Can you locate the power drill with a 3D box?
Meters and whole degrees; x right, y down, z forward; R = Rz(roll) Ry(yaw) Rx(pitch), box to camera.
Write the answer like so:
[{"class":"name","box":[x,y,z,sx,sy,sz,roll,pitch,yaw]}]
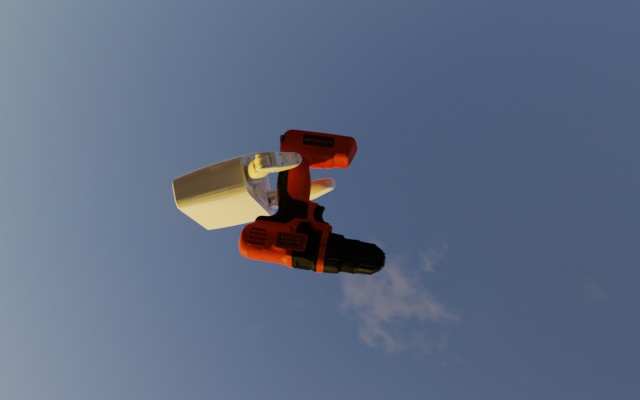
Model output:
[{"class":"power drill","box":[0.000,0.002,0.627,0.184,0.187,0.057,9,-27,3]}]
